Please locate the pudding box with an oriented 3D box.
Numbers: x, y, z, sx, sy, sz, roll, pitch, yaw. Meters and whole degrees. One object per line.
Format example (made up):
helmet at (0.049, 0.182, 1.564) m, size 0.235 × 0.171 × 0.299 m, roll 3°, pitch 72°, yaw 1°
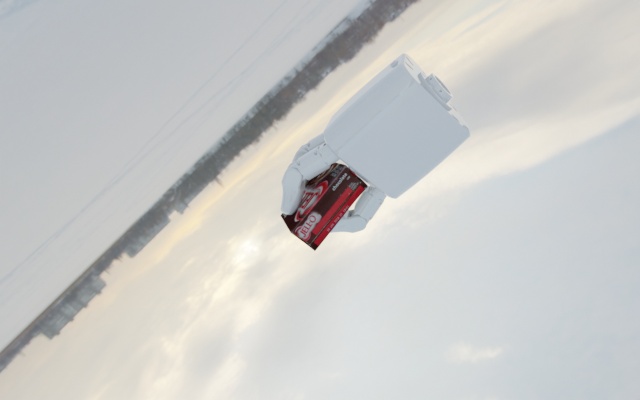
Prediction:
pudding box at (0.000, 0.002, 0.540) m, size 0.039 × 0.090 × 0.113 m, roll 40°, pitch -1°, yaw -10°
